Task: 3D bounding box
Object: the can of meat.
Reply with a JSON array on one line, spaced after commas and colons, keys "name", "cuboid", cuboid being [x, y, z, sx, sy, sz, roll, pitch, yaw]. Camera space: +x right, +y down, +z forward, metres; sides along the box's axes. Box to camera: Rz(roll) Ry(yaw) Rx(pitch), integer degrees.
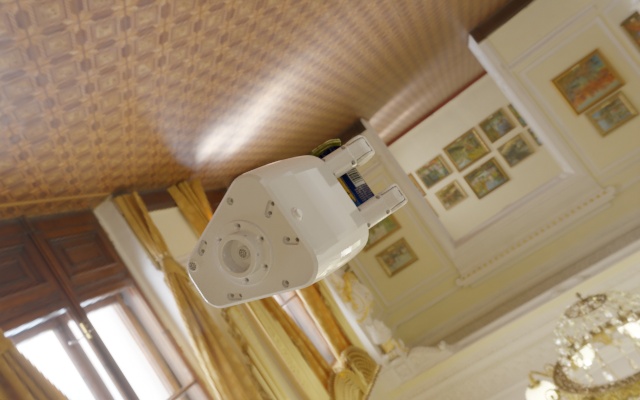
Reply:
[{"name": "can of meat", "cuboid": [0.000, 0.002, 0.484, 0.102, 0.084, 0.057, -37, -6, 22]}]
